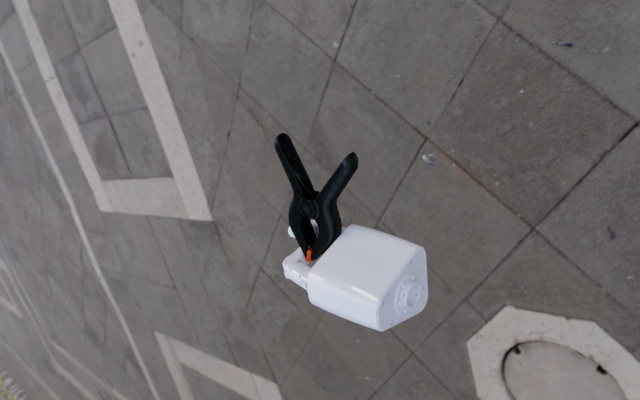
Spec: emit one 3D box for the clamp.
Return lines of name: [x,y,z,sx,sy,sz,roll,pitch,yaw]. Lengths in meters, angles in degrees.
clamp: [0.000,0.002,0.601,0.120,0.171,0.039,14,33,42]
